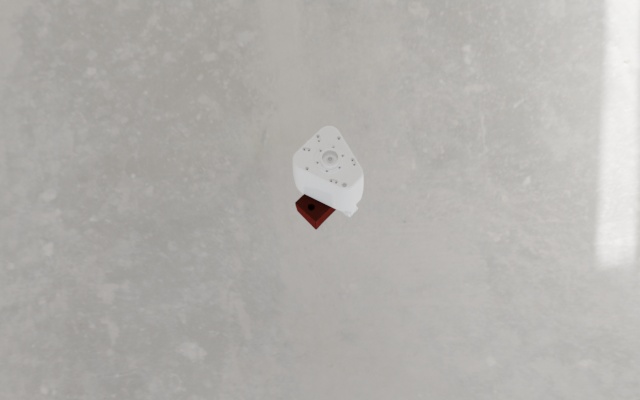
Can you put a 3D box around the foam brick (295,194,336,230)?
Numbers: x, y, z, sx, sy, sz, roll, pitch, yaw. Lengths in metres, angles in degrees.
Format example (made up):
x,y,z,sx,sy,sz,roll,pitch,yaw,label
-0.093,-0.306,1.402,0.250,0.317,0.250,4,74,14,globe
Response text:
x,y,z,sx,sy,sz,roll,pitch,yaw,label
0.000,0.003,0.853,0.053,0.078,0.051,43,-11,13,foam brick
